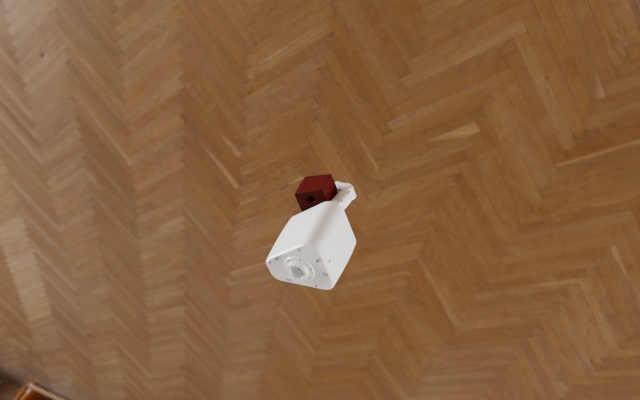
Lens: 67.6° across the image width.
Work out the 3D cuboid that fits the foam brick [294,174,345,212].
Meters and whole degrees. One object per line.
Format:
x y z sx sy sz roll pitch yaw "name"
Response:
0.000 0.002 0.804 0.053 0.078 0.051 -7 31 29 "foam brick"
